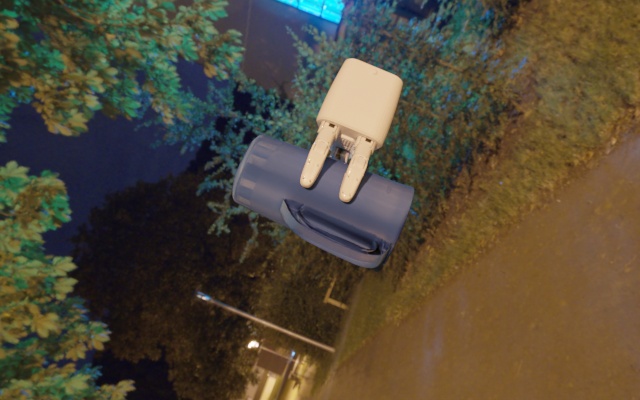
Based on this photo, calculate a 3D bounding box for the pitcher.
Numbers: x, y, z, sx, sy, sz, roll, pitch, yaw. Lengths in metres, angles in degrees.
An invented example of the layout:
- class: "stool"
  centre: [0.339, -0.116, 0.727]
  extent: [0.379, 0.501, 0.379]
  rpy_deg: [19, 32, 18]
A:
- class: "pitcher"
  centre: [0.000, 0.002, 0.682]
  extent: [0.243, 0.145, 0.149]
  rpy_deg: [22, -14, 1]
